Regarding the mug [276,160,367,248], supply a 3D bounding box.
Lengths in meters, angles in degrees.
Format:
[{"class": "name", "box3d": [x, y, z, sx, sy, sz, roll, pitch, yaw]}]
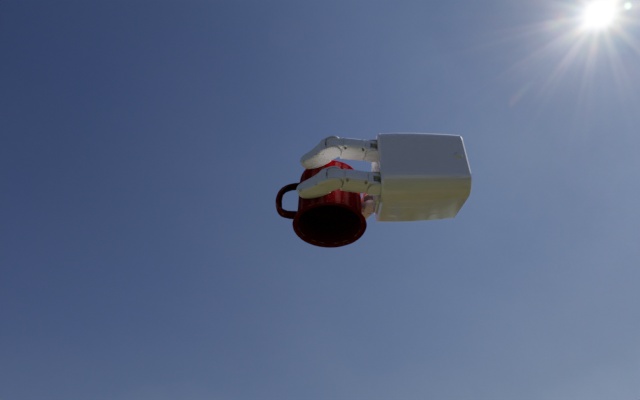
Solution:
[{"class": "mug", "box3d": [-0.001, 0.002, 0.624, 0.117, 0.081, 0.093, 1, -40, 0]}]
